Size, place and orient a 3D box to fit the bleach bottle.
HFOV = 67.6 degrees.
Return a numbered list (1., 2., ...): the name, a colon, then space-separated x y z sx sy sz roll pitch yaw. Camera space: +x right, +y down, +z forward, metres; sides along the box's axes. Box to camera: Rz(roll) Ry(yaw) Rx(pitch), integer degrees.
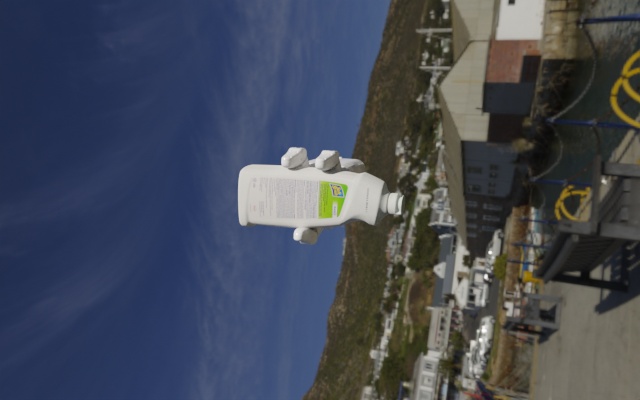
1. bleach bottle: 0.000 0.002 0.723 0.251 0.102 0.068 6 15 20
